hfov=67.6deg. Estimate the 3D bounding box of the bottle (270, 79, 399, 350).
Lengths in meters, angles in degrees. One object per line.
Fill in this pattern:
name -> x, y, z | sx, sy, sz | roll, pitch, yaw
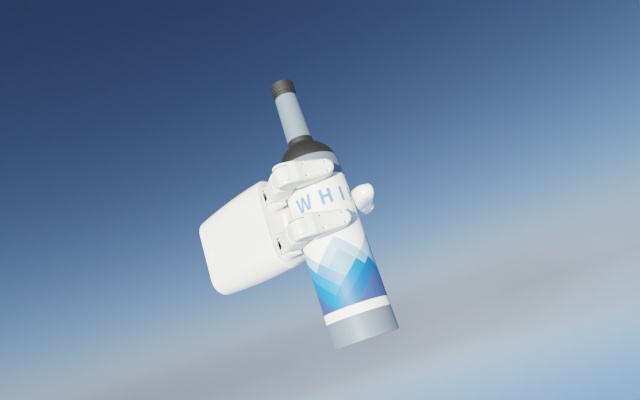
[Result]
bottle -> 0.000, 0.002, 0.506 | 0.069, 0.295, 0.069 | -17, -17, -5
